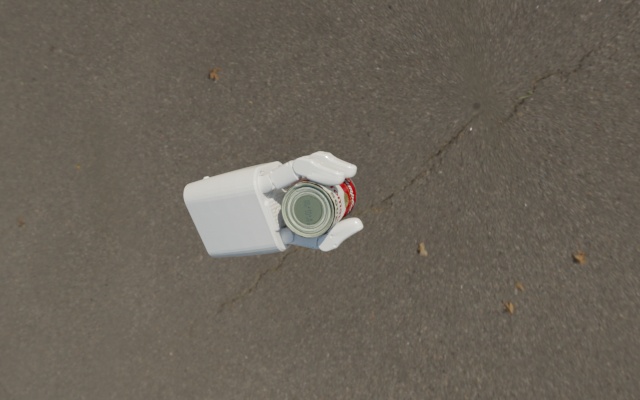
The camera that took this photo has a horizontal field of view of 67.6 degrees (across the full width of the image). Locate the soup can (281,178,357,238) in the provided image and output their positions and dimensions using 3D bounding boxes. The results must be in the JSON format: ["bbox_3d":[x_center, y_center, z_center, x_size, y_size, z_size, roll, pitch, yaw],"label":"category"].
[{"bbox_3d":[0.000,0.002,0.591,0.068,0.068,0.102,0,11,19],"label":"soup can"}]
